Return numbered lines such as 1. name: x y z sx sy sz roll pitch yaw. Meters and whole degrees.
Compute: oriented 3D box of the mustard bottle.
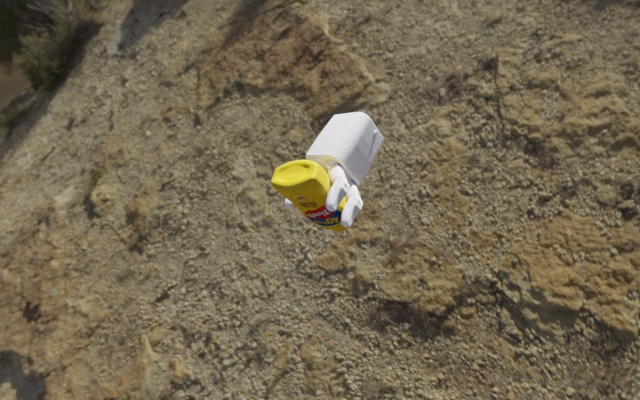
1. mustard bottle: 0.000 0.003 0.868 0.096 0.058 0.192 -7 -35 31
